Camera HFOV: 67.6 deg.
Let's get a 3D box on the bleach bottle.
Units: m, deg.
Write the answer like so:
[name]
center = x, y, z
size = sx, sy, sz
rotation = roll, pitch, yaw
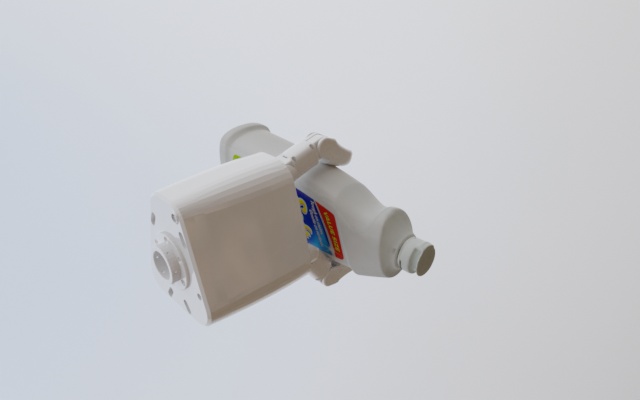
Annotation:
[bleach bottle]
center = 0.000, 0.002, 0.475
size = 0.250, 0.103, 0.068
rotation = 25, 38, 38
